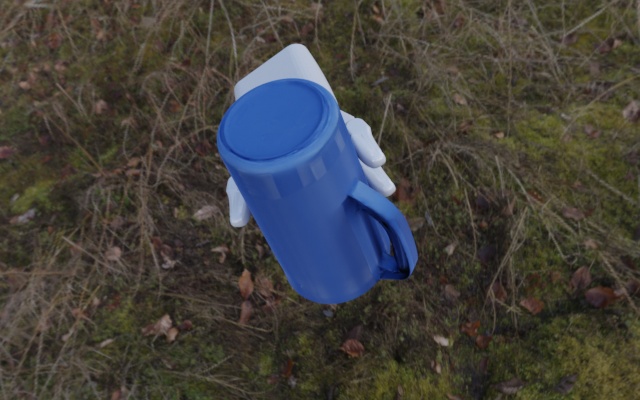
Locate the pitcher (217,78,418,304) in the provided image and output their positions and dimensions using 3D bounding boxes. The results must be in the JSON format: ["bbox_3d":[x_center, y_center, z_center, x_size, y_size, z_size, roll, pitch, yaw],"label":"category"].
[{"bbox_3d":[0.000,0.001,0.484,0.149,0.145,0.243,-21,-37,2],"label":"pitcher"}]
